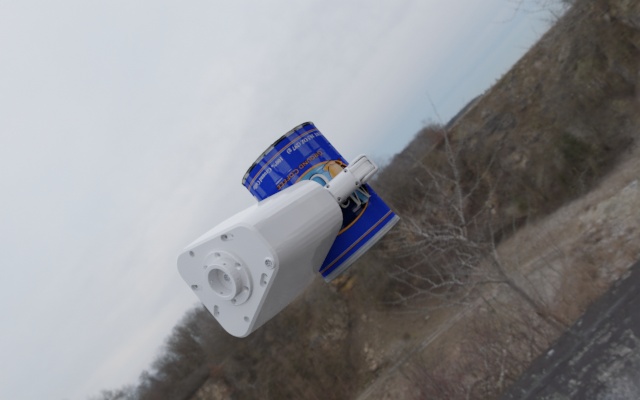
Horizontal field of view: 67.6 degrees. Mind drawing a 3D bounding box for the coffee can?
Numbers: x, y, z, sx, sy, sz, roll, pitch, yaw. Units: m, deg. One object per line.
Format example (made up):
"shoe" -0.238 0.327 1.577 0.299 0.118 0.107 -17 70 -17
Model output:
"coffee can" 0.000 0.002 0.511 0.103 0.140 0.103 -41 -5 -5
